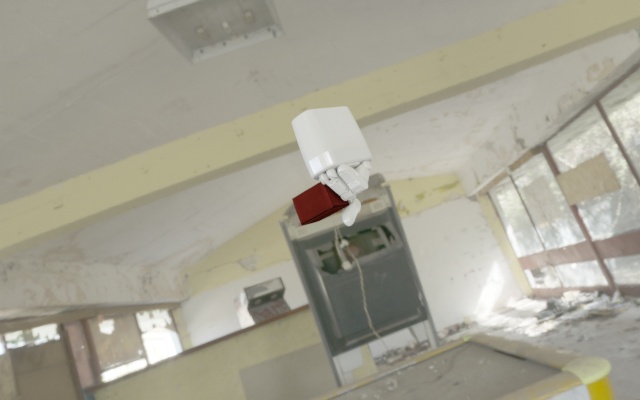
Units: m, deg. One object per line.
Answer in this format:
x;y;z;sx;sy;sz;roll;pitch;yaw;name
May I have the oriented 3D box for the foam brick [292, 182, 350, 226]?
0.000;0.003;0.829;0.078;0.051;0.053;-29;-11;33;foam brick
